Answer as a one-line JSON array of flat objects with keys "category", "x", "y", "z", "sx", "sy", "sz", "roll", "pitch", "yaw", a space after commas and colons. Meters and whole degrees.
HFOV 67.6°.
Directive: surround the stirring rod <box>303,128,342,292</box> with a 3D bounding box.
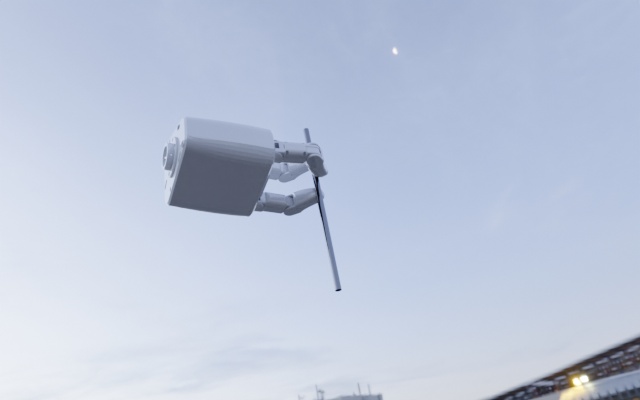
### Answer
[{"category": "stirring rod", "x": 0.000, "y": 0.002, "z": 0.611, "sx": 0.011, "sy": 0.239, "sz": 0.011, "roll": -8, "pitch": -31, "yaw": -5}]
